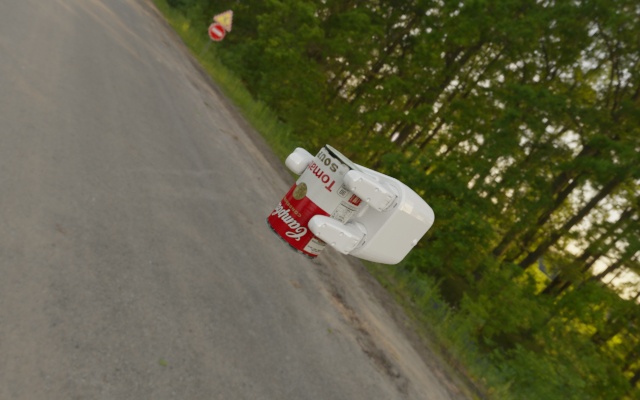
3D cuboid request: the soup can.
[{"bbox_3d":[0.000,0.001,0.498,0.068,0.102,0.068,37,10,-8],"label":"soup can"}]
